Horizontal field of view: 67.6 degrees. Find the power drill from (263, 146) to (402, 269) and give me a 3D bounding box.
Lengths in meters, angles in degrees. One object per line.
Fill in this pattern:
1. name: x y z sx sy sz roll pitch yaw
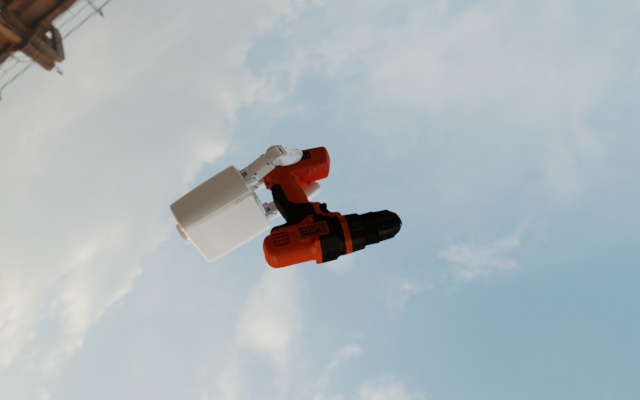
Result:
1. power drill: 0.000 0.002 0.668 0.184 0.057 0.187 -12 43 -9
